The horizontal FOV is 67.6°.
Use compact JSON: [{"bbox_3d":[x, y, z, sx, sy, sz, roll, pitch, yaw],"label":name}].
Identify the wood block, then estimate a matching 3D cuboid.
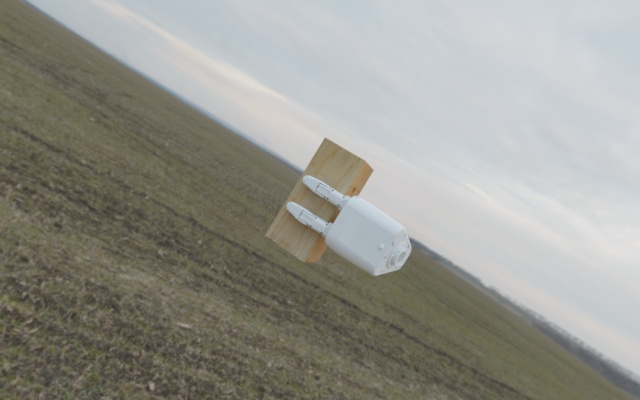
[{"bbox_3d":[0.001,0.003,0.876,0.090,0.206,0.091,32,2,18],"label":"wood block"}]
